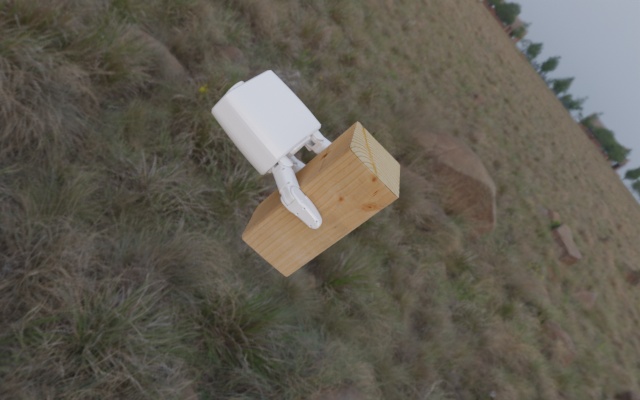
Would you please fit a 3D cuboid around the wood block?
[{"bbox_3d":[0.000,0.002,0.652,0.206,0.090,0.090,-38,17,28],"label":"wood block"}]
